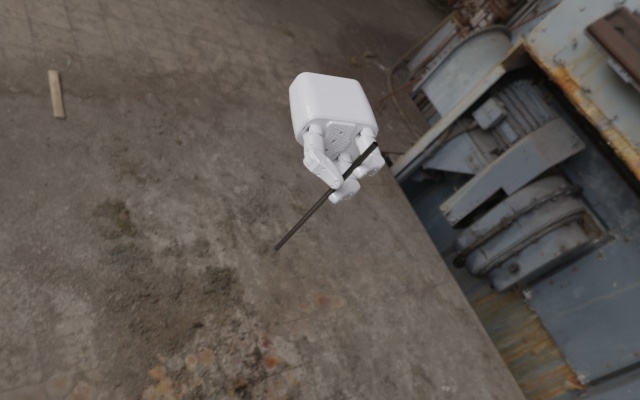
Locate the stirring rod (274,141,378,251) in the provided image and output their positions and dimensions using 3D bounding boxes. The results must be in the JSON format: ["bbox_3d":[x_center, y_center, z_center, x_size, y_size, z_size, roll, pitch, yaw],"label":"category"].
[{"bbox_3d":[0.000,0.002,0.647,0.011,0.011,0.240,0,-36,-43],"label":"stirring rod"}]
